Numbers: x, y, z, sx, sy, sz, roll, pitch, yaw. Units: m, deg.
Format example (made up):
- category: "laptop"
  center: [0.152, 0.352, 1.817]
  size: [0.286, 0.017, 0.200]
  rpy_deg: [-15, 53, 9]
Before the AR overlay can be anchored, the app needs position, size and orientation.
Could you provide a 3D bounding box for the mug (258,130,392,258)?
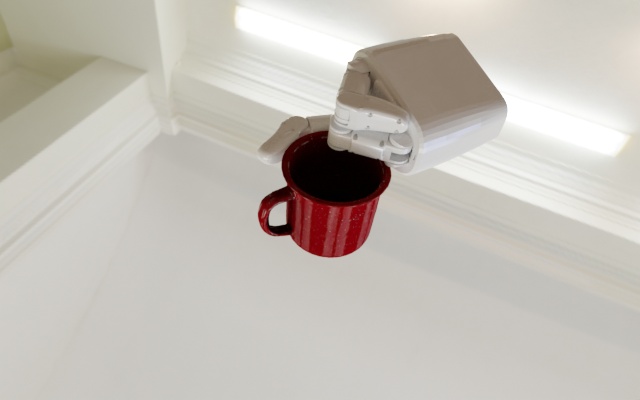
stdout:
- category: "mug"
  center: [-0.001, 0.002, 0.425]
  size: [0.117, 0.082, 0.093]
  rpy_deg: [-20, 53, -23]
